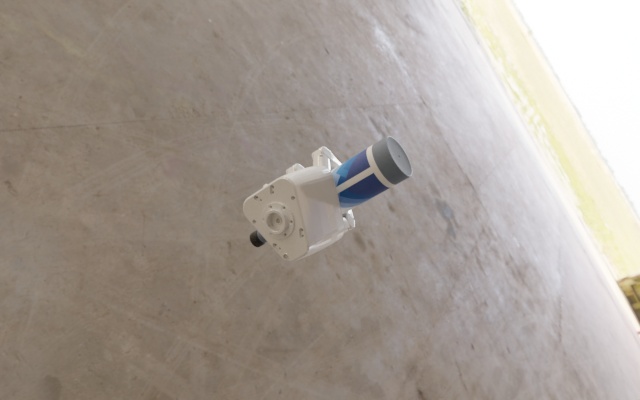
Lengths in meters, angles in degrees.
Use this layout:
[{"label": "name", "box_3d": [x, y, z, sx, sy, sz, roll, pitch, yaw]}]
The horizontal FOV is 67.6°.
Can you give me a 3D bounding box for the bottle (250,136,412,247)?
[{"label": "bottle", "box_3d": [0.000, 0.002, 0.744, 0.296, 0.069, 0.069, -30, -16, 29]}]
